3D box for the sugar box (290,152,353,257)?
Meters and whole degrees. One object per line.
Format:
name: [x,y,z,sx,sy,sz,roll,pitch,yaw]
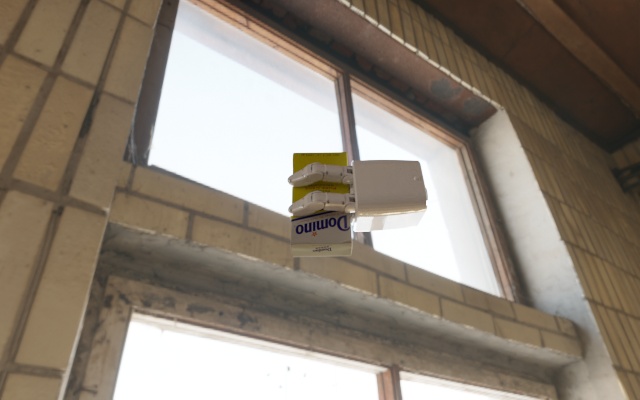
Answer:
sugar box: [0.000,0.002,0.753,0.093,0.176,0.048,-2,-37,0]
